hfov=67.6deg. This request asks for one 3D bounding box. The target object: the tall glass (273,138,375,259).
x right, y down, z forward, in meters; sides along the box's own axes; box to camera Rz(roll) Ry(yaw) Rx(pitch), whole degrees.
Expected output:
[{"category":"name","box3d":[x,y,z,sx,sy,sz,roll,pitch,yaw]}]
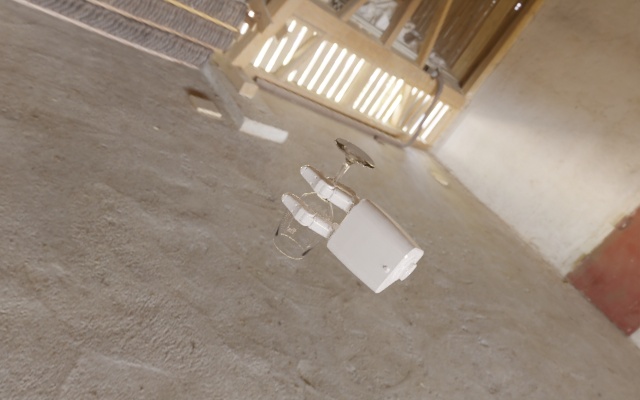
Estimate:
[{"category":"tall glass","box3d":[0.000,0.002,0.765,0.079,0.201,0.079,30,23,-14]}]
